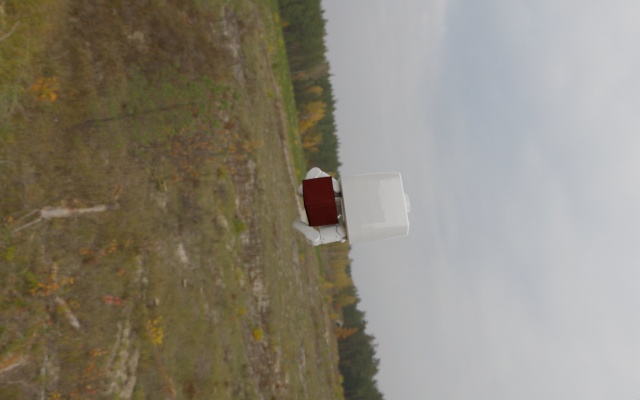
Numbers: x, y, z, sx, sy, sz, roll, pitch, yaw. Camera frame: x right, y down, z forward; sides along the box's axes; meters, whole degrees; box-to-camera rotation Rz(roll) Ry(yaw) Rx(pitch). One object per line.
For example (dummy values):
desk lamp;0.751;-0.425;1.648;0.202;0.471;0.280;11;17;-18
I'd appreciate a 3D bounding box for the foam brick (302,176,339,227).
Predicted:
foam brick;0.000;0.003;0.799;0.051;0.053;0.078;-7;-29;2
